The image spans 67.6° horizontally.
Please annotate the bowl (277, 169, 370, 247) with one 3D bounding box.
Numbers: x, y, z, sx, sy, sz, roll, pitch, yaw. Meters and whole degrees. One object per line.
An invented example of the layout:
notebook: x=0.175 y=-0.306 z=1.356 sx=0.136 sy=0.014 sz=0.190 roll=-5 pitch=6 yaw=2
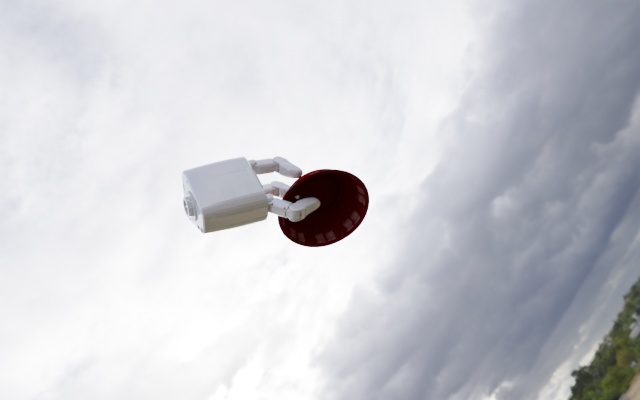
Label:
bowl: x=0.001 y=0.003 z=0.823 sx=0.162 sy=0.162 sz=0.055 roll=0 pitch=35 yaw=-19
